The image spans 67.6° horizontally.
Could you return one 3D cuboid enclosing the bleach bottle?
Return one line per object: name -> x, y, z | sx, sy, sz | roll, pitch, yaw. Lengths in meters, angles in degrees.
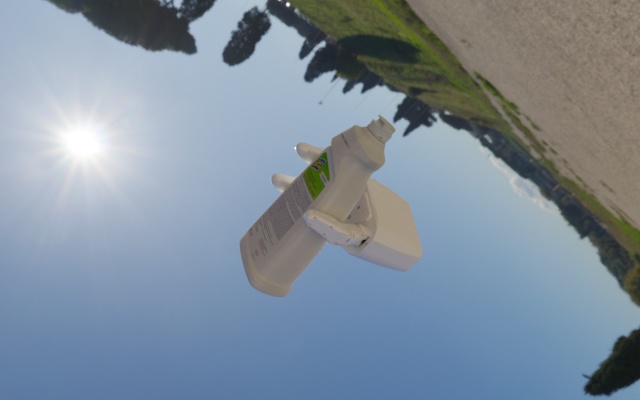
bleach bottle -> 0.000, 0.002, 0.590 | 0.068, 0.251, 0.102 | 26, 26, -38
